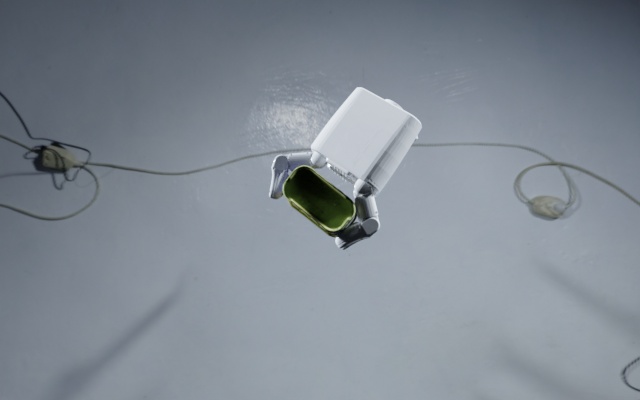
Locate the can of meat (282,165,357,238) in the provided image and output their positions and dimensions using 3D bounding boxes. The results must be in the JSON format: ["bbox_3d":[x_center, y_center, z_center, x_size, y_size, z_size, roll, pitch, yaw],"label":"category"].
[{"bbox_3d":[0.000,0.002,0.638,0.102,0.057,0.084,38,-3,6],"label":"can of meat"}]
